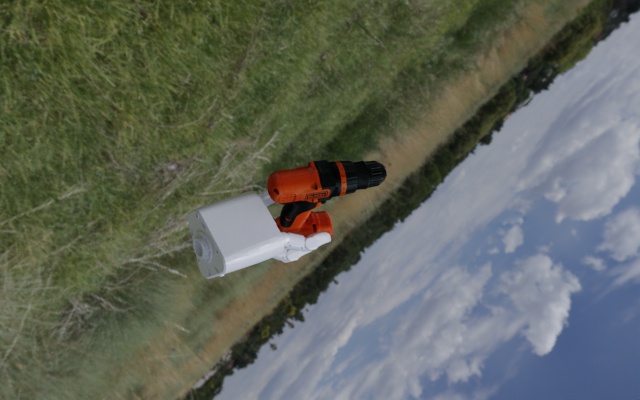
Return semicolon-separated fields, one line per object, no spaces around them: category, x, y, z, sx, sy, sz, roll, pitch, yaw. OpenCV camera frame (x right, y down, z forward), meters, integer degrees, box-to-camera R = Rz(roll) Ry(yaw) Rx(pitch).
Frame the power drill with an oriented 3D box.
power drill;0.000;0.003;0.767;0.184;0.057;0.188;-7;-30;-16
